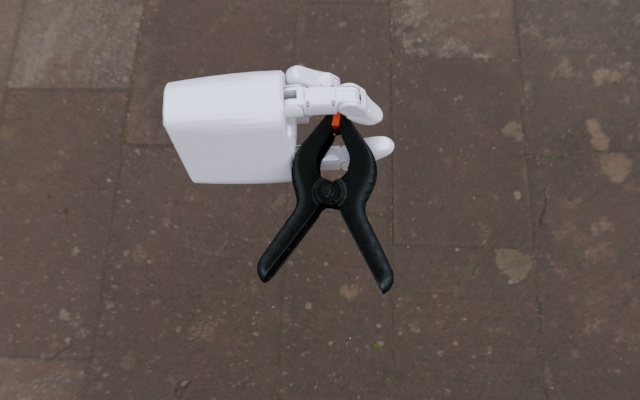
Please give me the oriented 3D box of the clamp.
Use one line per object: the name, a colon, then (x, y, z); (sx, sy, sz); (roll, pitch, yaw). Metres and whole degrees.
clamp: (0.000, 0.001, 0.435); (0.120, 0.171, 0.039); (-3, -16, 2)
